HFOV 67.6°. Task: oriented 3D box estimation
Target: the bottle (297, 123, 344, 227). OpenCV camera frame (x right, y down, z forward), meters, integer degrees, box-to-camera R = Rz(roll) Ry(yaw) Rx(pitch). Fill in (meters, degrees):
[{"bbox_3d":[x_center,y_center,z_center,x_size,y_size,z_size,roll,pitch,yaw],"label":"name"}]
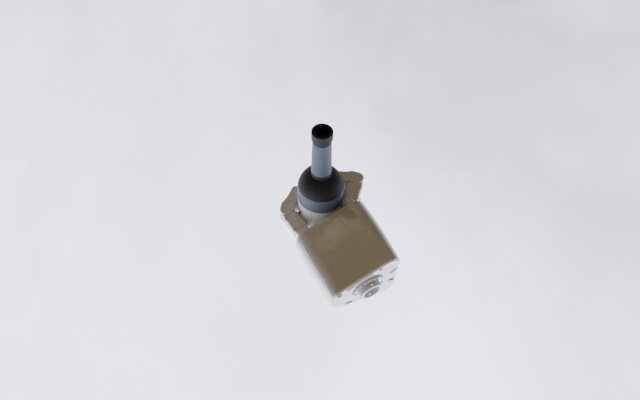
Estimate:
[{"bbox_3d":[0.000,0.002,0.701,0.069,0.069,0.296,0,-36,-1],"label":"bottle"}]
